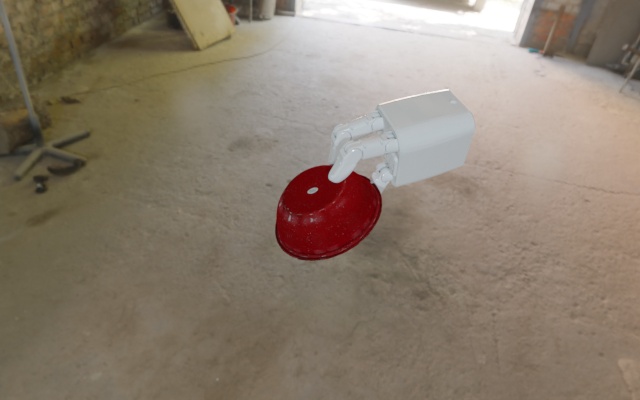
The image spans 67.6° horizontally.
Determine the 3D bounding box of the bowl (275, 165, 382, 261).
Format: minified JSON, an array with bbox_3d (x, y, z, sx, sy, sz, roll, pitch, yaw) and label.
[{"bbox_3d":[-0.001,0.003,0.656,0.162,0.162,0.055,0,-41,29],"label":"bowl"}]
